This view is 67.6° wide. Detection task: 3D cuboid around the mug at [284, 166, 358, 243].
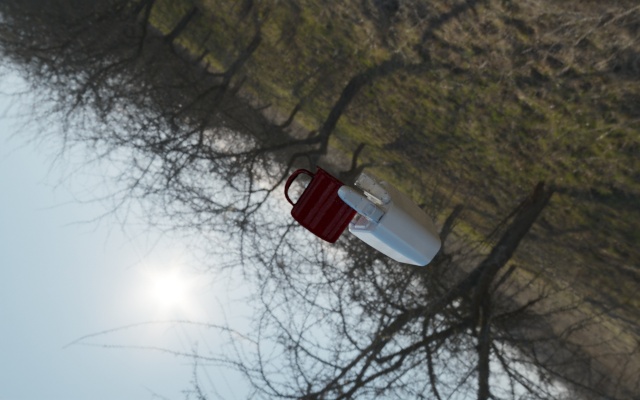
[{"bbox_3d":[-0.001,0.002,0.695,0.117,0.081,0.093,34,4,-15],"label":"mug"}]
